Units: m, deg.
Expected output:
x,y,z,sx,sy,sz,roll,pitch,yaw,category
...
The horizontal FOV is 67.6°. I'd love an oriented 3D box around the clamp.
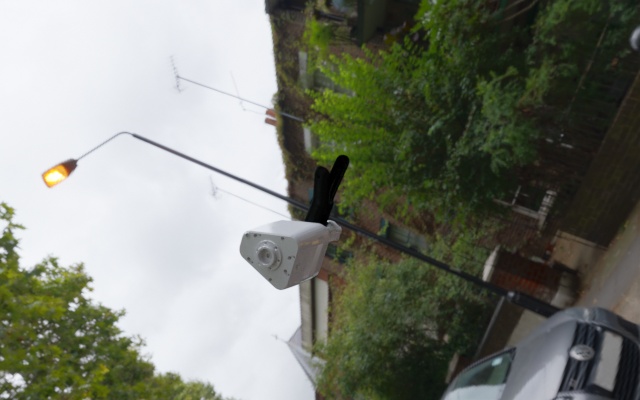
x,y,z,sx,sy,sz,roll,pitch,yaw,category
0.000,0.003,0.837,0.039,0.171,0.120,23,14,22,clamp
